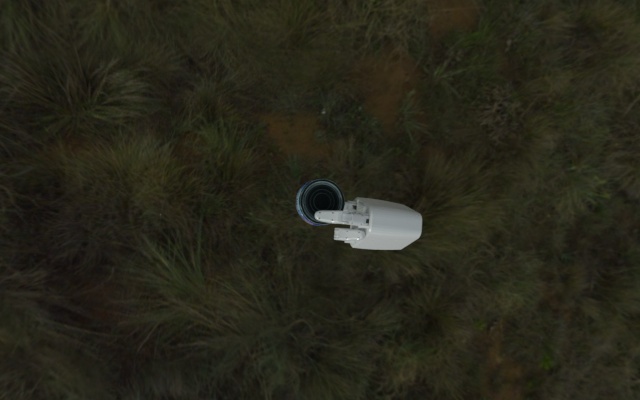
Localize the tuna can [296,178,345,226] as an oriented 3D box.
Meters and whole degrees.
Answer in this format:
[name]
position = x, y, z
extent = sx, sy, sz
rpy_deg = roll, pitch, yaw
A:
[tuna can]
position = 0.000, 0.003, 0.863
extent = 0.086, 0.086, 0.034
rpy_deg = 0, -2, -13
